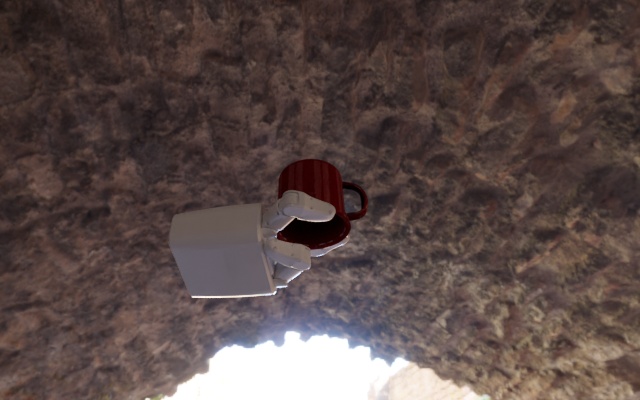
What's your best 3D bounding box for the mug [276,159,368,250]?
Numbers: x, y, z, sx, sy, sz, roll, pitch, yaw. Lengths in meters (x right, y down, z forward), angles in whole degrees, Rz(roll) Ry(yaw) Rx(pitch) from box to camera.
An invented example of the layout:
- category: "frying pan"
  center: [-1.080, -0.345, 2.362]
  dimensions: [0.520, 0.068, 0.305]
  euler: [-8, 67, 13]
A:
- category: "mug"
  center: [0.002, 0.002, 0.592]
  dimensions: [0.117, 0.081, 0.093]
  euler: [-5, -36, 3]
